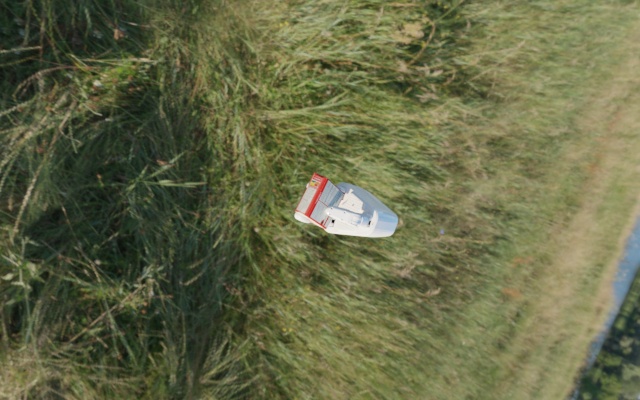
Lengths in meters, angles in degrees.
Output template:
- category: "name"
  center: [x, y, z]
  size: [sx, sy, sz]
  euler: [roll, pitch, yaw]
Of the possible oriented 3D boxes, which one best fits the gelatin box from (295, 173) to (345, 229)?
- category: "gelatin box"
  center: [0.000, 0.003, 0.819]
  size: [0.030, 0.073, 0.089]
  euler: [24, -6, 28]
